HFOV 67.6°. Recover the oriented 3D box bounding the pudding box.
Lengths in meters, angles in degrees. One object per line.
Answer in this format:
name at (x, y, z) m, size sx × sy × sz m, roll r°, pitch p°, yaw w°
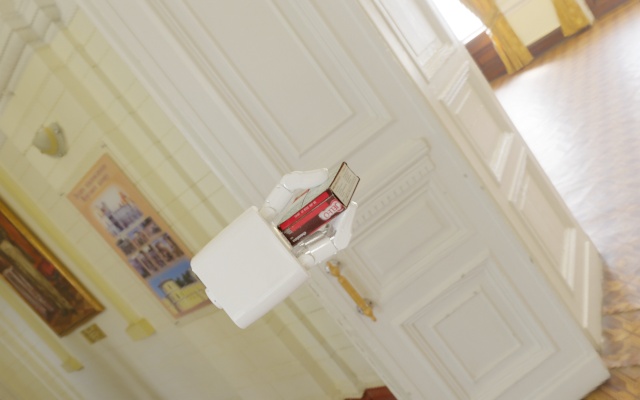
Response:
pudding box at (0.000, 0.002, 0.618) m, size 0.090 × 0.039 × 0.113 m, roll -35°, pitch 12°, yaw 23°
